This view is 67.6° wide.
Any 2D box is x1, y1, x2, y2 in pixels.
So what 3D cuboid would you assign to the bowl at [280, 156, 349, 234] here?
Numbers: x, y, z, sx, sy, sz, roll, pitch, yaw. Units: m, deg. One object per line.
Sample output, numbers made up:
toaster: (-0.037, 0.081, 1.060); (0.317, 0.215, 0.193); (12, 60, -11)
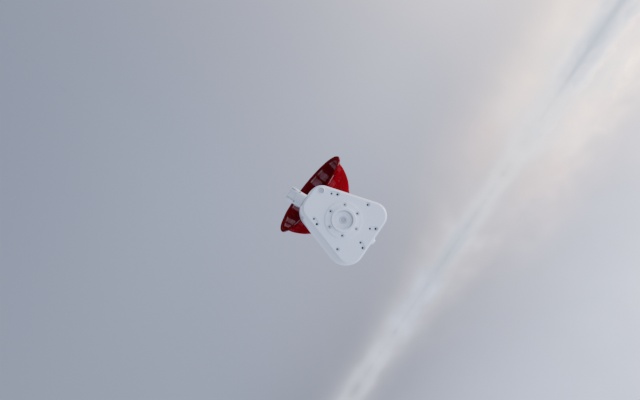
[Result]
bowl: (0.000, 0.003, 0.829); (0.055, 0.162, 0.162); (37, -10, -13)
